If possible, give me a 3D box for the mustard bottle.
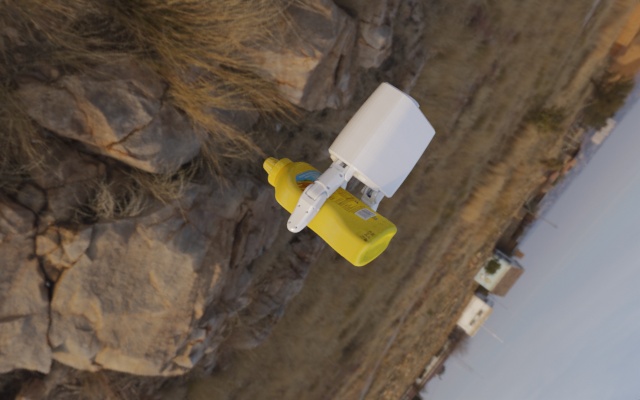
[{"bbox_3d":[0.000,0.002,0.611,0.191,0.058,0.096,38,28,20],"label":"mustard bottle"}]
